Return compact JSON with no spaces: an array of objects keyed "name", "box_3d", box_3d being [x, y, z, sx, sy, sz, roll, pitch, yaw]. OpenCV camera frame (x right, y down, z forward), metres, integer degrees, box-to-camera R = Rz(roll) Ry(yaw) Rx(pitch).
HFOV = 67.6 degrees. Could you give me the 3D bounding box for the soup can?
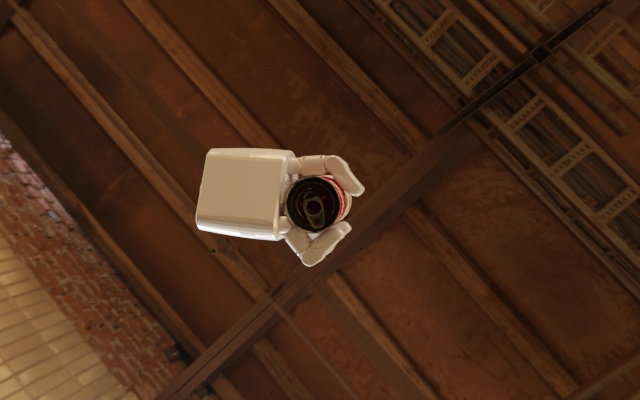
[{"name":"soup can","box_3d":[0.001,0.002,0.604,0.068,0.068,0.102,0,4,12]}]
